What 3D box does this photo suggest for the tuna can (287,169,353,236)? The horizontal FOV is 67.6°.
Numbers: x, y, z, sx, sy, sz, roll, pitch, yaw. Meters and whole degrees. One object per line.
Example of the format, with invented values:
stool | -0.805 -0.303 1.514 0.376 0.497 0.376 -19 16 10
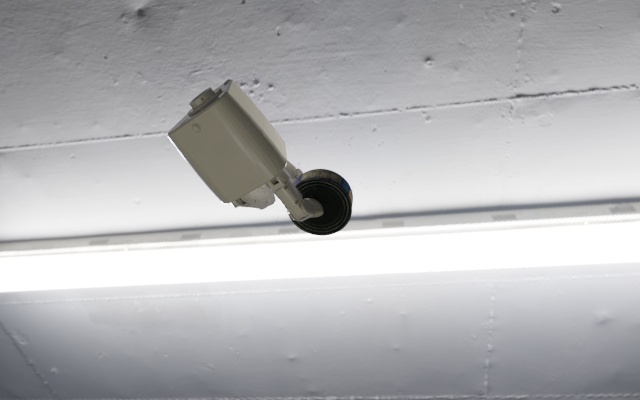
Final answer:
tuna can | 0.000 0.002 0.628 0.086 0.086 0.033 0 30 9
